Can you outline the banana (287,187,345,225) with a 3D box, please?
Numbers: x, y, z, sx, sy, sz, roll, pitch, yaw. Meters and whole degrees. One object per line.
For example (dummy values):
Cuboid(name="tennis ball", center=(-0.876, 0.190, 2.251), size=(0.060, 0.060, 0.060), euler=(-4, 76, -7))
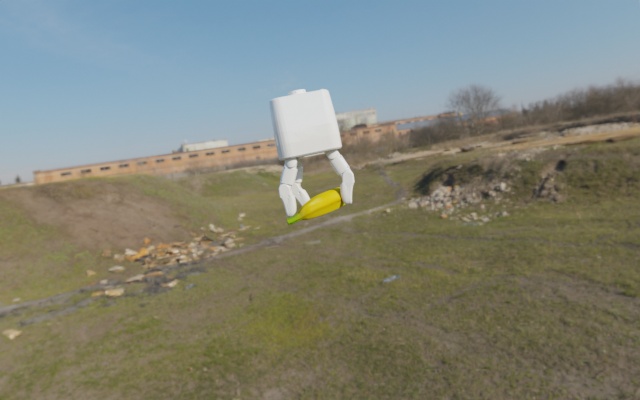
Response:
Cuboid(name="banana", center=(0.014, 0.000, 0.881), size=(0.069, 0.037, 0.197), euler=(-13, 5, 32))
